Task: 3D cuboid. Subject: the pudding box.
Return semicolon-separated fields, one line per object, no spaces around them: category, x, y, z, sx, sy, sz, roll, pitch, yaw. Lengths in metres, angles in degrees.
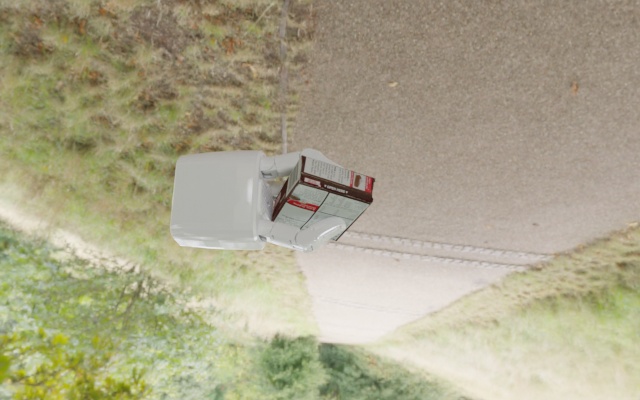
pudding box;0.000;0.002;0.562;0.090;0.039;0.113;16;-30;-14
